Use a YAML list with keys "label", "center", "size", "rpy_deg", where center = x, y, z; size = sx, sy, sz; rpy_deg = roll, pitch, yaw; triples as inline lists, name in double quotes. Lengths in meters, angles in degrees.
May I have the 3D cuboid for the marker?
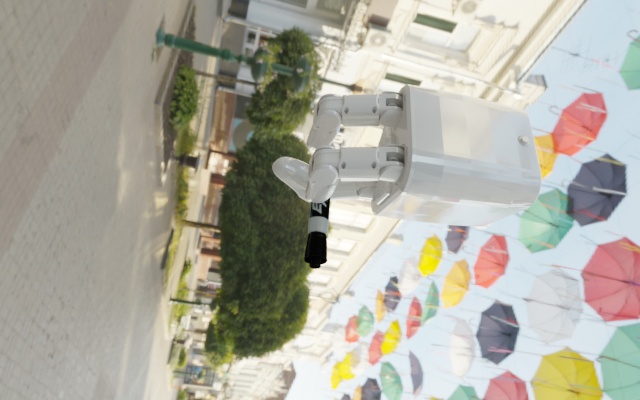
- label: "marker"
  center: [0.000, 0.001, 0.411]
  size: [0.020, 0.121, 0.020]
  rpy_deg: [4, -31, 2]
